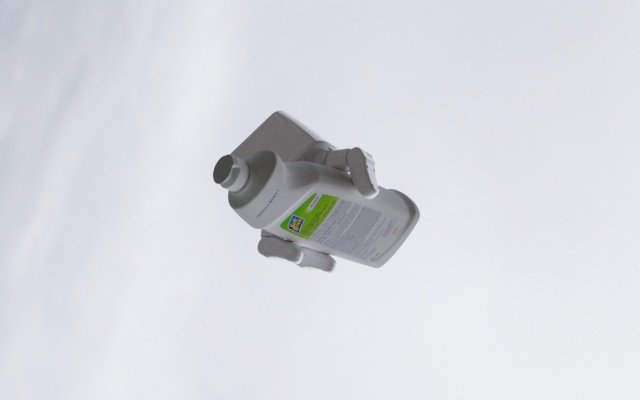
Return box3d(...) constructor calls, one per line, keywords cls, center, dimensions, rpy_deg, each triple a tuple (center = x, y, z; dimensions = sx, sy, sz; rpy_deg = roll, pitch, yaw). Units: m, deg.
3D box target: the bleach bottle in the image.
box3d(cls="bleach bottle", center=(0.000, 0.002, 0.511), dimensions=(0.251, 0.102, 0.068), rpy_deg=(24, 15, -44))
